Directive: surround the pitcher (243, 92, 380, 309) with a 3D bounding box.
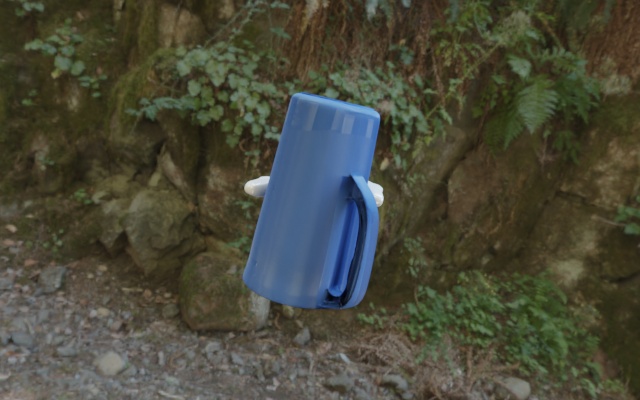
[{"bbox_3d":[0.000,0.002,0.576,0.149,0.243,0.145,14,12,3],"label":"pitcher"}]
